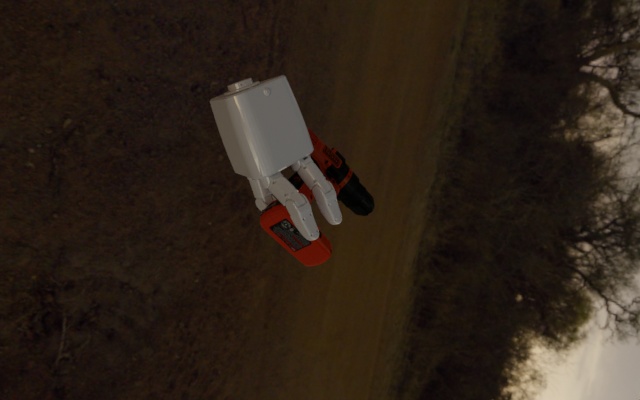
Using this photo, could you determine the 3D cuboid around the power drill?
[{"bbox_3d":[0.000,0.002,0.693,0.057,0.184,0.187,-32,24,37],"label":"power drill"}]
